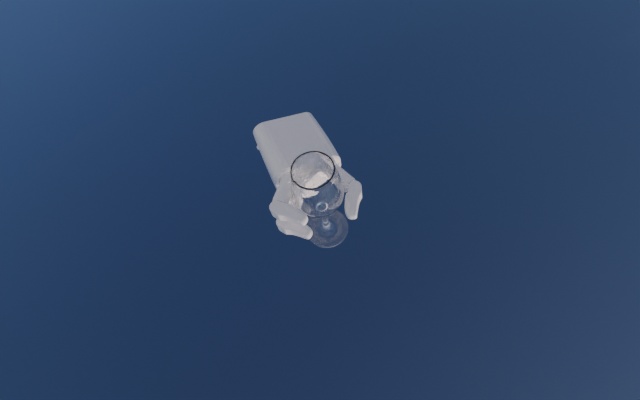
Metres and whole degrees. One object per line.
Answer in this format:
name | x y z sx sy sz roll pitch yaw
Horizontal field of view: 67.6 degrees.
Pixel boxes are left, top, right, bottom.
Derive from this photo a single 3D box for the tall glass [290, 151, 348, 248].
tall glass | 0.000 0.003 0.740 0.079 0.079 0.201 0 -27 7
